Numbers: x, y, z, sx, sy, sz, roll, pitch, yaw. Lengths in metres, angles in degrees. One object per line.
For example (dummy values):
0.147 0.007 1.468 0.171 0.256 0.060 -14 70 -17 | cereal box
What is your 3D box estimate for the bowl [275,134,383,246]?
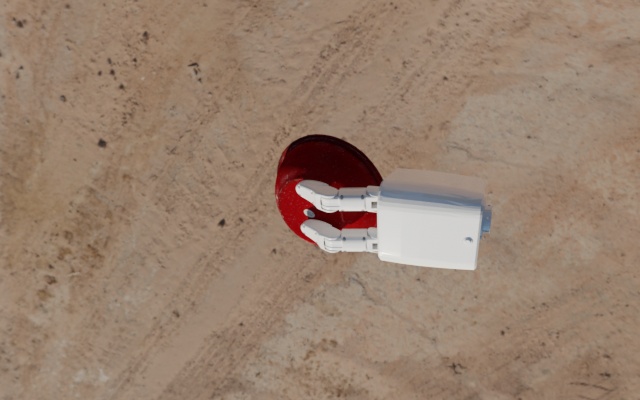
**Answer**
-0.001 0.002 0.597 0.162 0.162 0.055 0 28 33 | bowl
